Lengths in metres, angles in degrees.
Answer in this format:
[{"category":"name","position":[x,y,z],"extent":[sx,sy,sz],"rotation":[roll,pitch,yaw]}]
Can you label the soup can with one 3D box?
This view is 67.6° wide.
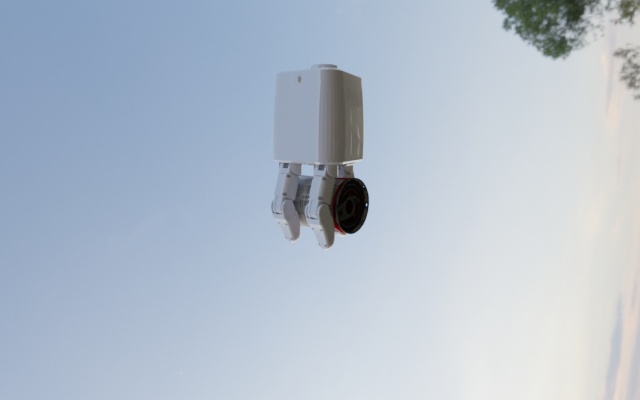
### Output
[{"category":"soup can","position":[0.000,0.002,0.600],"extent":[0.102,0.068,0.068],"rotation":[7,4,38]}]
